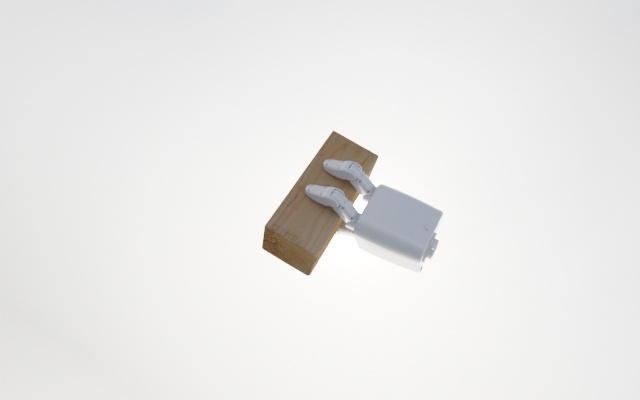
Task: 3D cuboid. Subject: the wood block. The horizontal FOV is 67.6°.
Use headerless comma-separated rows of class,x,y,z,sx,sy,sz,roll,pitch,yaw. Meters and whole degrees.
wood block,0.000,0.003,0.761,0.090,0.206,0.091,30,-29,7
